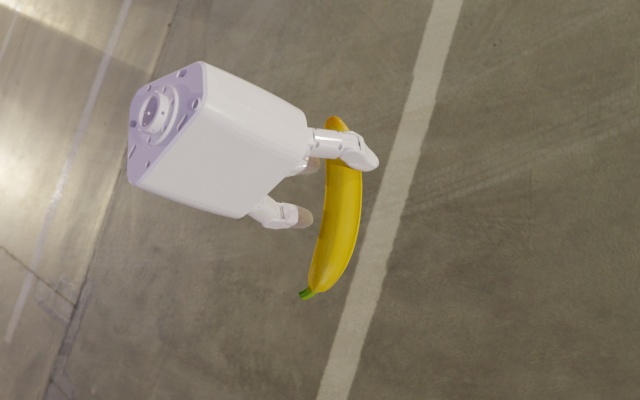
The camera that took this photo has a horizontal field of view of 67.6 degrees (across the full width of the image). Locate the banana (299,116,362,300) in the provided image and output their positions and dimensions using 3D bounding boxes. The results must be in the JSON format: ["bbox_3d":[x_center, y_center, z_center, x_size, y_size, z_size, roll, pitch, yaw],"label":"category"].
[{"bbox_3d":[0.012,0.006,0.481,0.037,0.198,0.069,17,-9,-43],"label":"banana"}]
